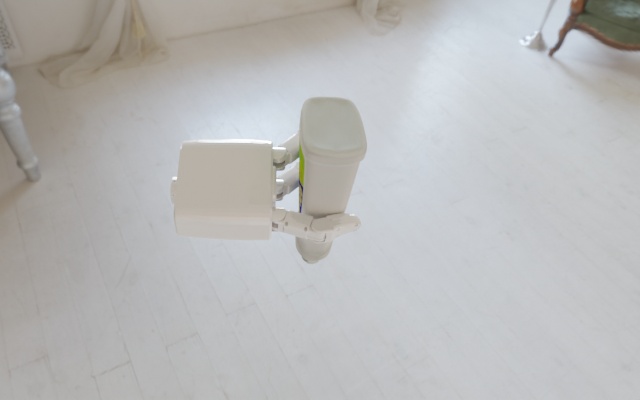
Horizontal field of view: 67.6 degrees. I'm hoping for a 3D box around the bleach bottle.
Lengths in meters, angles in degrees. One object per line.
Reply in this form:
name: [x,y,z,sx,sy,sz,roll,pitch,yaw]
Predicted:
bleach bottle: [0.000,0.002,0.587,0.068,0.102,0.251,1,-42,-7]
